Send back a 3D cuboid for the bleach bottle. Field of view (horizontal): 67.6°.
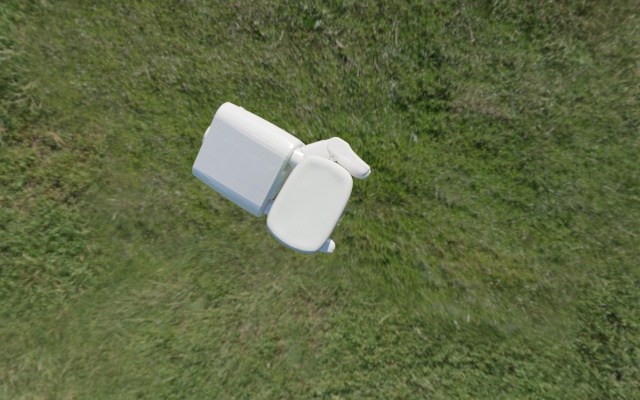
[{"bbox_3d":[0.000,0.002,0.608,0.068,0.102,0.251,29,3,4],"label":"bleach bottle"}]
